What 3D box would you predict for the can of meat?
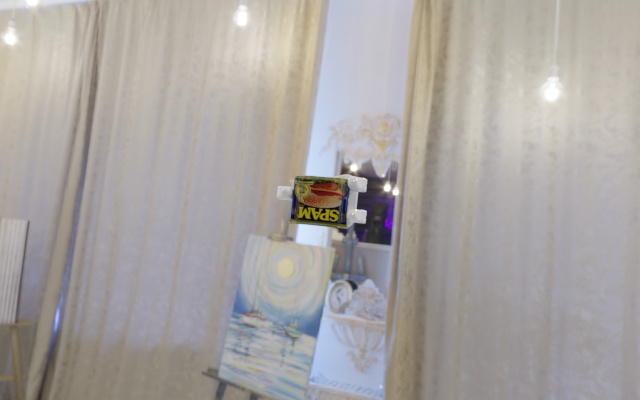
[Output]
[{"bbox_3d":[0.000,0.002,0.824,0.102,0.084,0.057,5,-4,6],"label":"can of meat"}]
